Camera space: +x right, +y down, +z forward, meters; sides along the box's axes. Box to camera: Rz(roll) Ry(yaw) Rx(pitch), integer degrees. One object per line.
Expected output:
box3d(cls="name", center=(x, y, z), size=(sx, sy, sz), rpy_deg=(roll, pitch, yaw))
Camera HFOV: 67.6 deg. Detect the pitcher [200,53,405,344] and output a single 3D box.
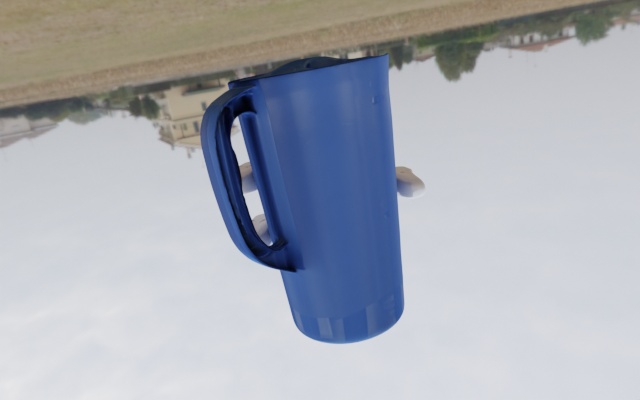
box3d(cls="pitcher", center=(0.000, 0.001, 0.420), size=(0.149, 0.243, 0.145), rpy_deg=(-9, 17, 4))
